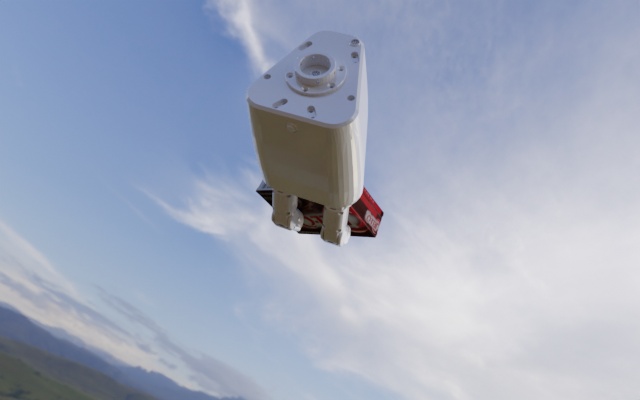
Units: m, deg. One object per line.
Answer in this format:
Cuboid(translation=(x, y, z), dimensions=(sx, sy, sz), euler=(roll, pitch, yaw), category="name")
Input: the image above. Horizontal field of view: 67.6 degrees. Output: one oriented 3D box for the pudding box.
Cuboid(translation=(0.000, 0.002, 0.523), dimensions=(0.113, 0.039, 0.090), euler=(2, -35, 40), category="pudding box")
